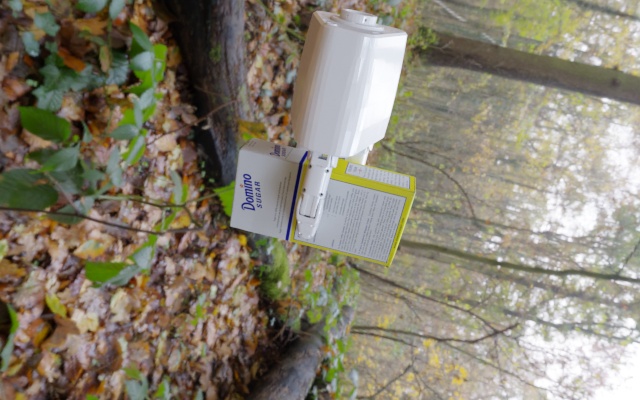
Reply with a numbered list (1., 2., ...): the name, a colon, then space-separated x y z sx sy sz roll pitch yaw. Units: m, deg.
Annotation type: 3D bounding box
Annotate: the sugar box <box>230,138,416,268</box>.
1. sugar box: 0.000 0.001 0.494 0.176 0.093 0.048 16 27 5
